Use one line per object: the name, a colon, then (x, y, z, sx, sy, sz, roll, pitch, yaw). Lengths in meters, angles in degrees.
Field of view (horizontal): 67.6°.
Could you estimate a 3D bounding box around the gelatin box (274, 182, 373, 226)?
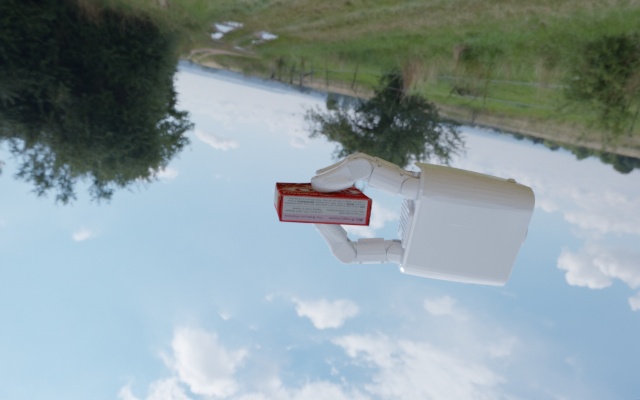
gelatin box: (0.000, 0.002, 0.478, 0.089, 0.030, 0.073, 2, 11, -9)
